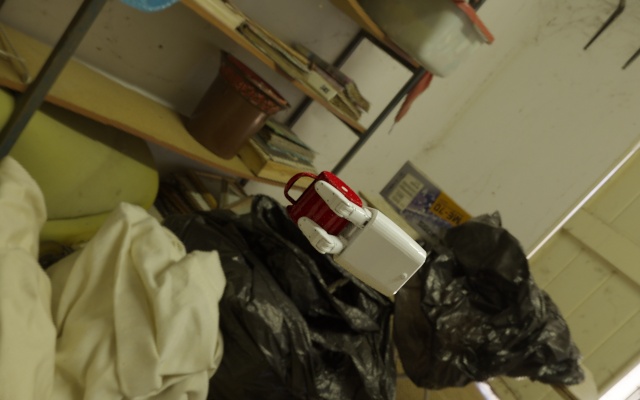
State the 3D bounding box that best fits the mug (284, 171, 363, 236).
[{"bbox_3d":[-0.001,0.001,0.717,0.117,0.081,0.093,38,12,-14],"label":"mug"}]
